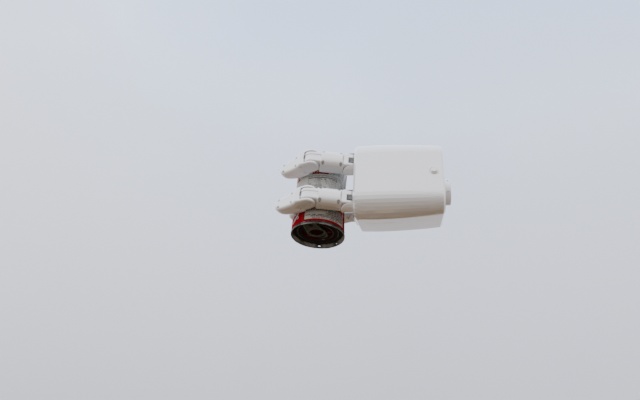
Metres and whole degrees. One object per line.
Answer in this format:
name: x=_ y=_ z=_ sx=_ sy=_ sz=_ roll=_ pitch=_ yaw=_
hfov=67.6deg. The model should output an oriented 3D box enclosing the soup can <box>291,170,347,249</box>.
soup can: x=0.000 y=0.002 z=0.621 sx=0.068 sy=0.102 sz=0.068 roll=4 pitch=-32 yaw=2
